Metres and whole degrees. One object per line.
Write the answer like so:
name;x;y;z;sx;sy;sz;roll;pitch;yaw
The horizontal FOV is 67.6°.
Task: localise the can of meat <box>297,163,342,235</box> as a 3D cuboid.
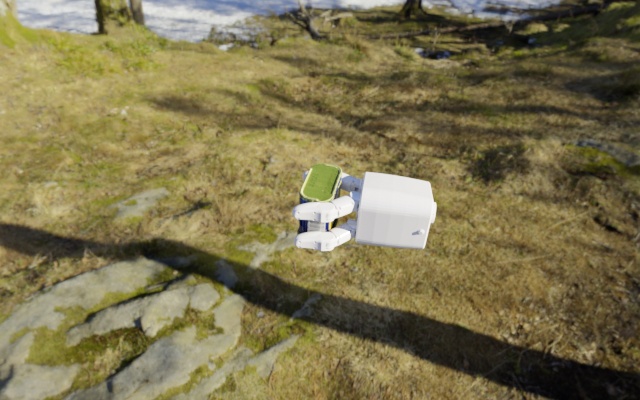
can of meat;0.000;0.002;0.744;0.057;0.084;0.102;10;39;8
